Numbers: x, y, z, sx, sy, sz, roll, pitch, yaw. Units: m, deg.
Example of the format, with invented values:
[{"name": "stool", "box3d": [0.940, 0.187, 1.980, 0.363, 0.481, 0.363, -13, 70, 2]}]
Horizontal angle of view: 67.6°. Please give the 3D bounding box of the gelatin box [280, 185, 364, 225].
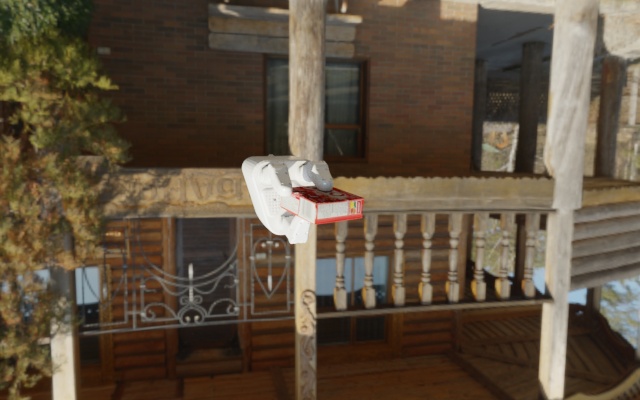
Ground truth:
[{"name": "gelatin box", "box3d": [0.000, 0.003, 0.612, 0.073, 0.030, 0.089, -6, 17, -32]}]
